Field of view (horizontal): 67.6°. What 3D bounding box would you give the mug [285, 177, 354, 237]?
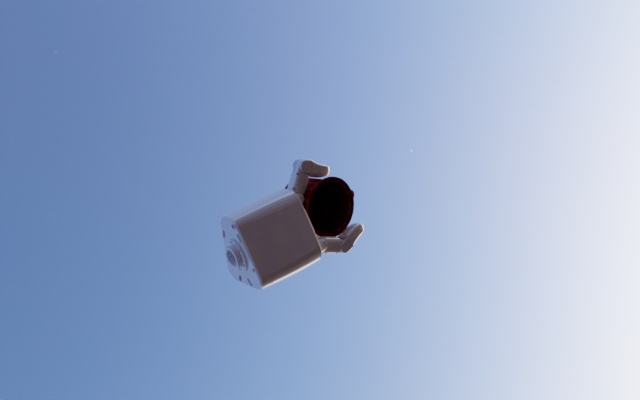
[{"bbox_3d":[0.001,0.002,0.750,0.117,0.093,0.081,-24,21,-35],"label":"mug"}]
